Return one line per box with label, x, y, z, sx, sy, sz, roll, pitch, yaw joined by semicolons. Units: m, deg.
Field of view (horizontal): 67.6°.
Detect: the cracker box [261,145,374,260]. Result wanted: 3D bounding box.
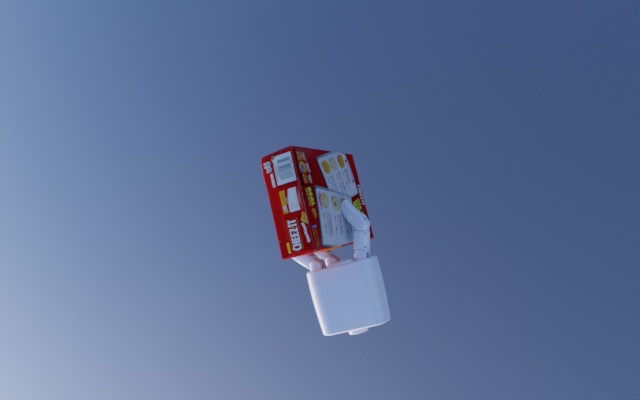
cracker box;0.000;0.003;0.802;0.072;0.164;0.213;-17;-7;28
